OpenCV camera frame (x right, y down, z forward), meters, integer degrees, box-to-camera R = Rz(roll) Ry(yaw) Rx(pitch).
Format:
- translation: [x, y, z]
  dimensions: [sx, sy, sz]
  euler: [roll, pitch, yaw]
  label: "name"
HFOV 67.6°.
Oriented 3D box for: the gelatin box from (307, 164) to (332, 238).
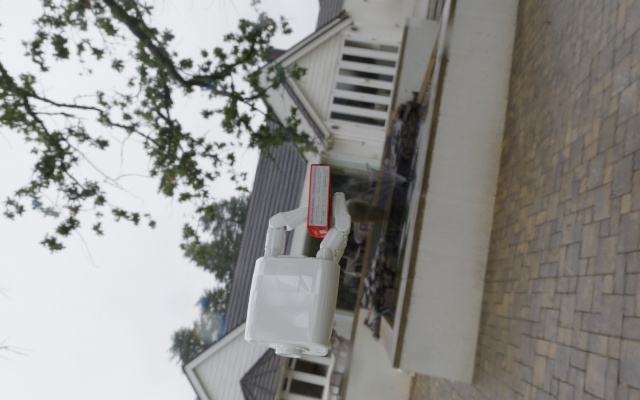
- translation: [0.000, 0.002, 0.652]
  dimensions: [0.030, 0.089, 0.073]
  euler: [2, -12, 3]
  label: "gelatin box"
